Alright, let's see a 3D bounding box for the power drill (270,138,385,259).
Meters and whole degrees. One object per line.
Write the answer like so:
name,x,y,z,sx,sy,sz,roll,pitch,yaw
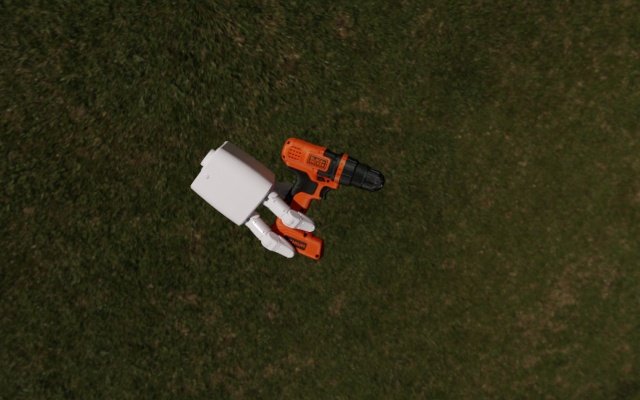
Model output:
power drill,0.000,0.003,0.835,0.184,0.188,0.057,21,8,6
